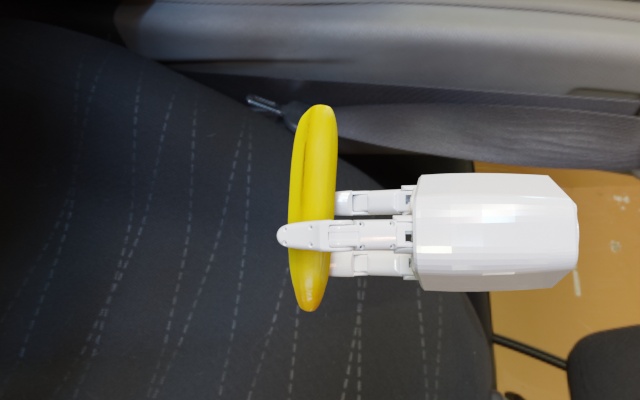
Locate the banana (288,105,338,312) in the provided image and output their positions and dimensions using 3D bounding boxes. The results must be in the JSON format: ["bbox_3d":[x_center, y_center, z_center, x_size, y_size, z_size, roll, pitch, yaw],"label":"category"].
[{"bbox_3d":[-0.003,-0.010,0.405,0.037,0.197,0.070,-2,-27,12],"label":"banana"}]
